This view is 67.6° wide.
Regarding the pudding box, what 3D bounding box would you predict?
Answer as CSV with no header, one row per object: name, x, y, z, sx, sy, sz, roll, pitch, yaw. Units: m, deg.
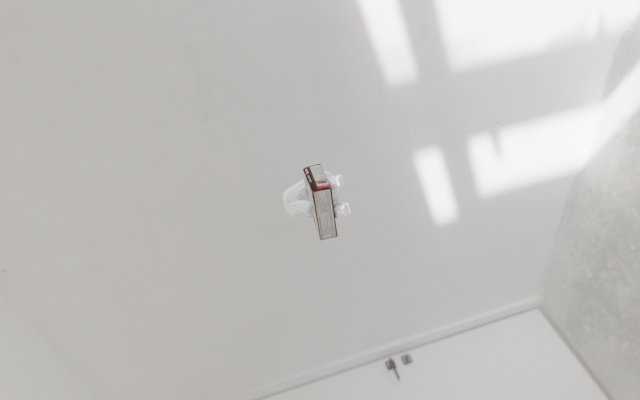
pudding box,0.000,0.003,0.885,0.039,0.114,0.090,-15,35,-6
